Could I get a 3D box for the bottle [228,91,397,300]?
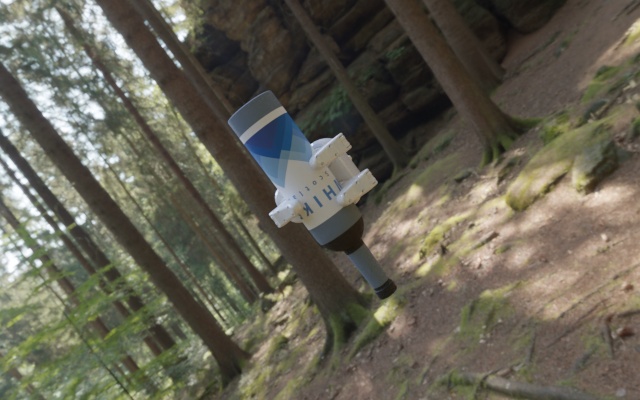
[{"bbox_3d":[0.000,0.002,0.602,0.069,0.296,0.069,-36,5,4],"label":"bottle"}]
